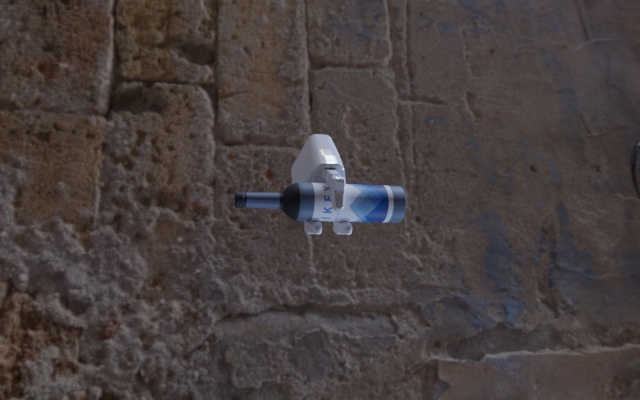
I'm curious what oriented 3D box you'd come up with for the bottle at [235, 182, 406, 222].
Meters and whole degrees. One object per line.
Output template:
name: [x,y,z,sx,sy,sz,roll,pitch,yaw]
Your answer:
bottle: [0.000,0.003,0.834,0.296,0.069,0.069,2,-1,-15]
